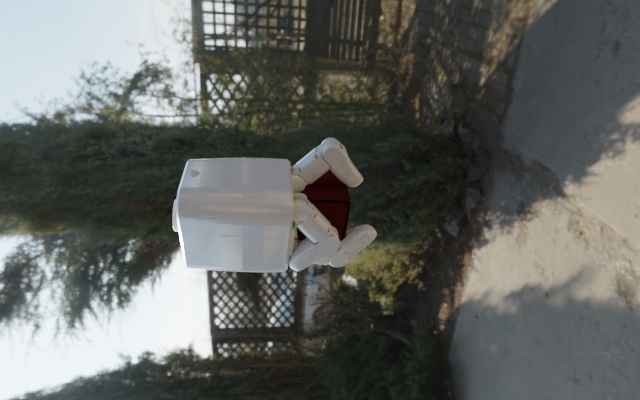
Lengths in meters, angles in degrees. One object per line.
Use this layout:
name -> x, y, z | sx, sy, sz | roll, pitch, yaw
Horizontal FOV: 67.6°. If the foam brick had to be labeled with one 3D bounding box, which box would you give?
foam brick -> 0.000, 0.002, 0.527 | 0.051, 0.053, 0.078 | 2, 30, -8
